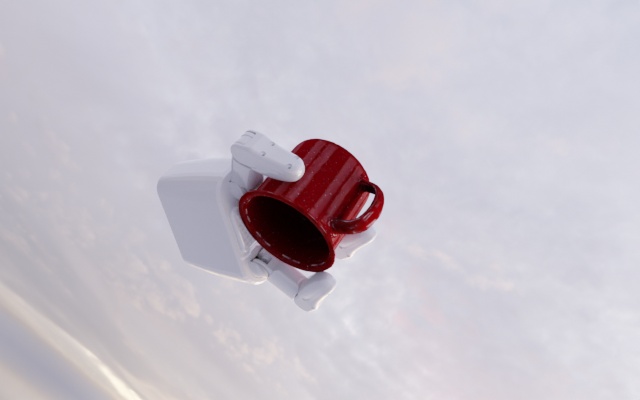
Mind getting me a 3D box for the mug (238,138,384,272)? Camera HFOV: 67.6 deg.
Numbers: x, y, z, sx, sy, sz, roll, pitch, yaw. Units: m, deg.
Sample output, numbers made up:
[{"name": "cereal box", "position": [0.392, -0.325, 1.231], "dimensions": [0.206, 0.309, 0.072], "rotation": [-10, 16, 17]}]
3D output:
[{"name": "mug", "position": [0.001, 0.001, 0.403], "dimensions": [0.117, 0.093, 0.081], "rotation": [3, 44, 40]}]
